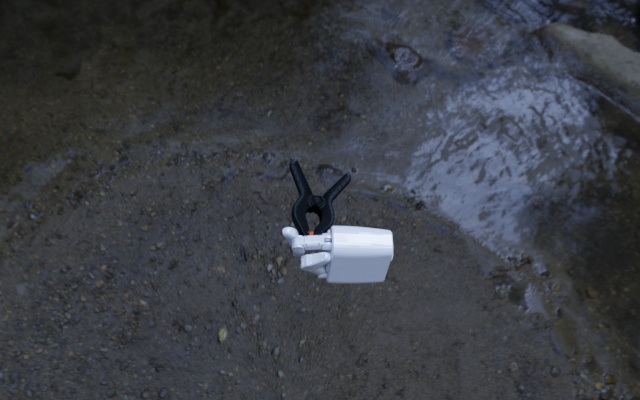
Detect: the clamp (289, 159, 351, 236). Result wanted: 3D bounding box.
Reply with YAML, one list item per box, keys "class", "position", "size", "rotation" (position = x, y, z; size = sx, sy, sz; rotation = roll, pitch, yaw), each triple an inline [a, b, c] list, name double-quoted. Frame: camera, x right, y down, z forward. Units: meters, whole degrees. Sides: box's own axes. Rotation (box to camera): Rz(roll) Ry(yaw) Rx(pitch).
- class: "clamp"
  position: [0.000, 0.003, 0.883]
  size: [0.120, 0.171, 0.039]
  rotation: [3, -25, -6]
